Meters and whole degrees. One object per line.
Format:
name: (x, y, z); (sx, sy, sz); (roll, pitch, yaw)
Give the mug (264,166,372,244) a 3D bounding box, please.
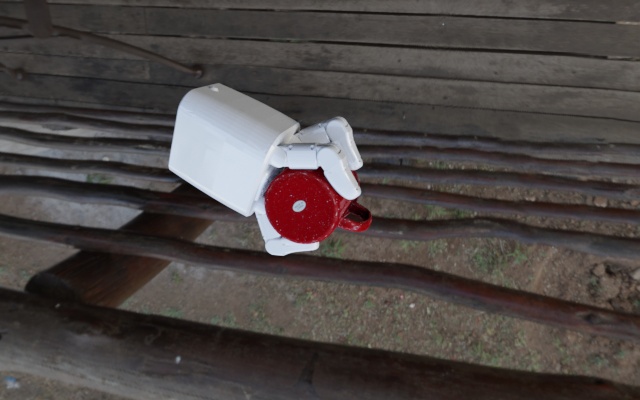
mug: (0.001, 0.003, 0.517); (0.117, 0.093, 0.081); (28, 24, 5)
